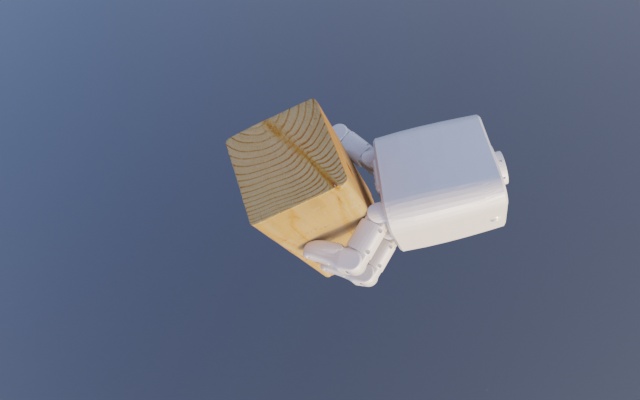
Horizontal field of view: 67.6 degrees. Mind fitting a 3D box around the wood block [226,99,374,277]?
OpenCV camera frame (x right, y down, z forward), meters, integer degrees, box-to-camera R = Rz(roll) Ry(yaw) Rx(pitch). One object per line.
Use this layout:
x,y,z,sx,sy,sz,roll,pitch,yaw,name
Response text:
0.000,0.001,0.486,0.090,0.090,0.206,-24,-26,8,wood block
